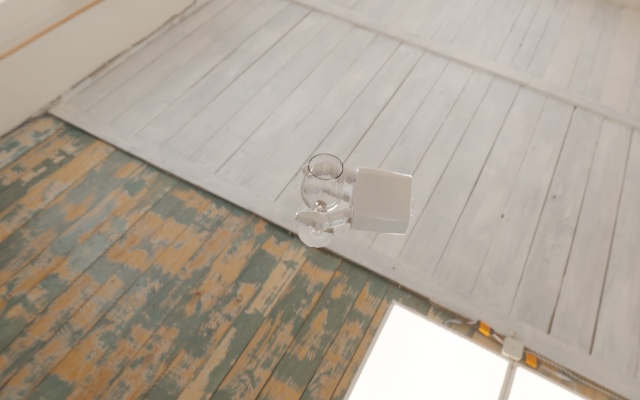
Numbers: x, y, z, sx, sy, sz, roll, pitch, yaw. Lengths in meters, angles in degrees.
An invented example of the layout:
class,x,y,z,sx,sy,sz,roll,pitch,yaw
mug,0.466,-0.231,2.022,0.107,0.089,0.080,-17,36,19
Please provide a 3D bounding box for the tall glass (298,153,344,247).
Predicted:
class,x,y,z,sx,sy,sz,roll,pitch,yaw
tall glass,0.000,0.003,0.893,0.079,0.079,0.201,0,-38,-6
